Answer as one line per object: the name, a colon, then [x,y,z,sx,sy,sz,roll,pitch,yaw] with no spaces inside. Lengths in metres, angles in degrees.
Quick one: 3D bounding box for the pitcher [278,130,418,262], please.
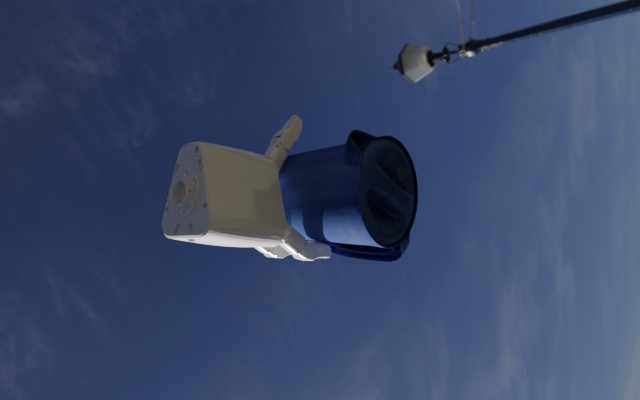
pitcher: [0.000,0.002,0.640,0.243,0.149,0.145,-2,-9,41]
